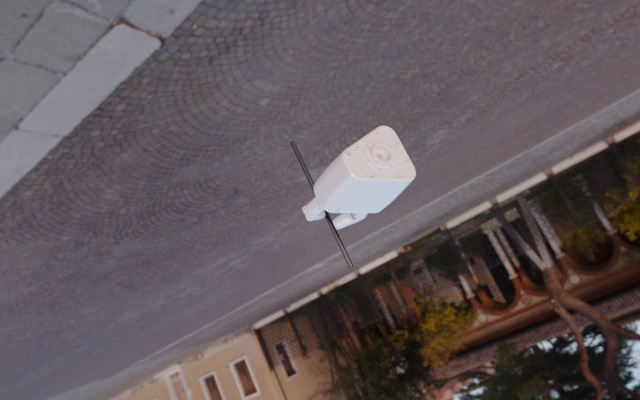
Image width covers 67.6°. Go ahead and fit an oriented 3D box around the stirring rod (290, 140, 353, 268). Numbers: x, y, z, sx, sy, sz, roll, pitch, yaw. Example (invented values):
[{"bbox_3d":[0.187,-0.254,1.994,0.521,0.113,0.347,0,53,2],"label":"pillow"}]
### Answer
[{"bbox_3d":[0.000,0.003,0.801,0.011,0.239,0.011,-24,-15,-7],"label":"stirring rod"}]
